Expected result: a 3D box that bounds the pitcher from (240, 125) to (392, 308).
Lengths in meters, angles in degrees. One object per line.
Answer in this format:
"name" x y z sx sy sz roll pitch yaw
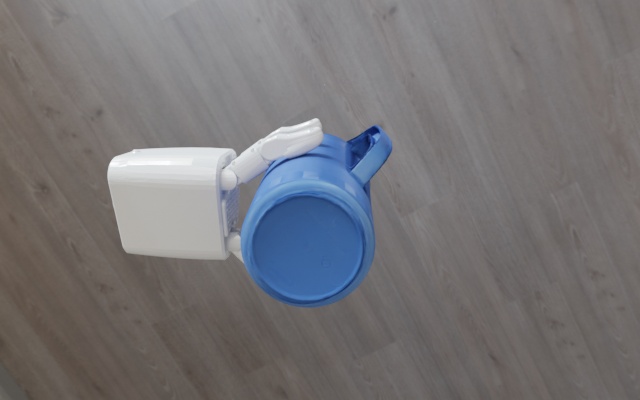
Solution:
"pitcher" 0.000 0.002 0.484 0.145 0.149 0.242 3 14 0
